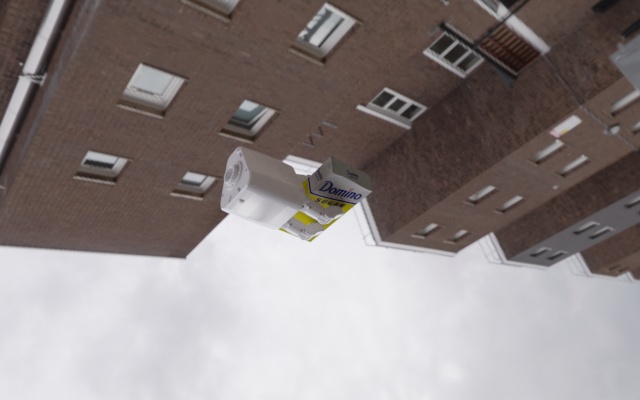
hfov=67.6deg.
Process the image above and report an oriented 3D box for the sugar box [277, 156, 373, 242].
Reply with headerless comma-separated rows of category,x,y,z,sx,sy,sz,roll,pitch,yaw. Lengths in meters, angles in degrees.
sugar box,0.000,0.003,0.859,0.093,0.048,0.176,24,-47,-32
